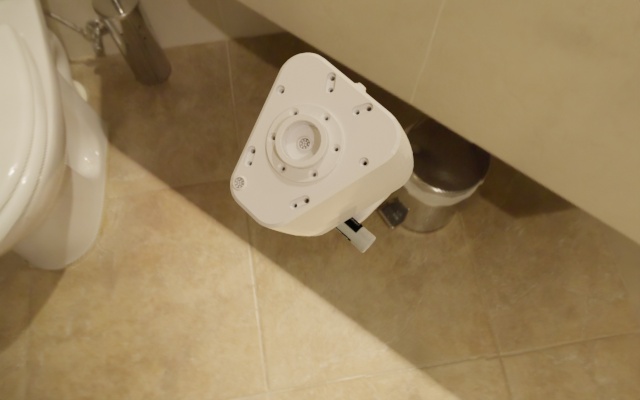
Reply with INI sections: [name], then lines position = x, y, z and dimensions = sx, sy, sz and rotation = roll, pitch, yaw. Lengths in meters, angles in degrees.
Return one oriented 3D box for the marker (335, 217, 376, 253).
[marker]
position = 0.000, 0.001, 0.443
dimensions = 0.121, 0.020, 0.020
rotation = 42, 11, 13
